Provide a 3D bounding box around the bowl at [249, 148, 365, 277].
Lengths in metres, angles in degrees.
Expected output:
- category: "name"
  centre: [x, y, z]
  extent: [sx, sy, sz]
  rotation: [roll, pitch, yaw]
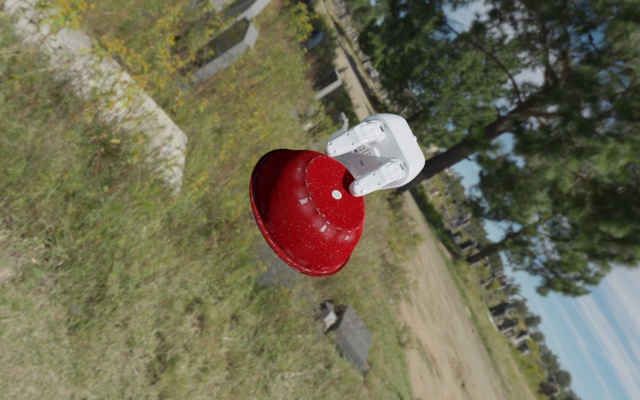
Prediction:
- category: "bowl"
  centre: [0.000, 0.002, 0.540]
  extent: [0.055, 0.162, 0.162]
  rotation: [-30, -20, 38]
